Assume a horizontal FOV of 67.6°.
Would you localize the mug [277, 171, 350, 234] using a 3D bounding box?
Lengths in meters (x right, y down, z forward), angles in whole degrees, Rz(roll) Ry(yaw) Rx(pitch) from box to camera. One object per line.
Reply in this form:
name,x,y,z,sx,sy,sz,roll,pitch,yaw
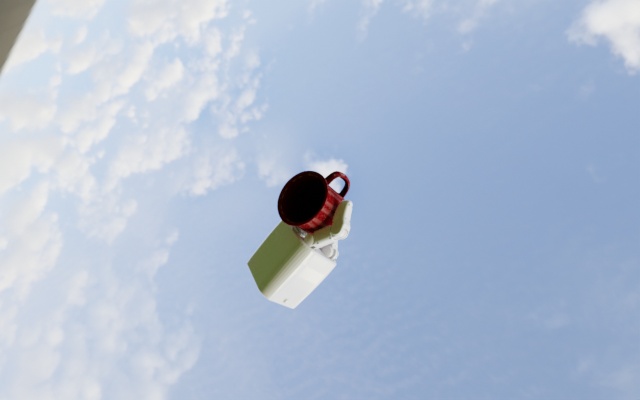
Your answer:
mug,0.001,0.001,0.759,0.093,0.117,0.081,47,6,40
